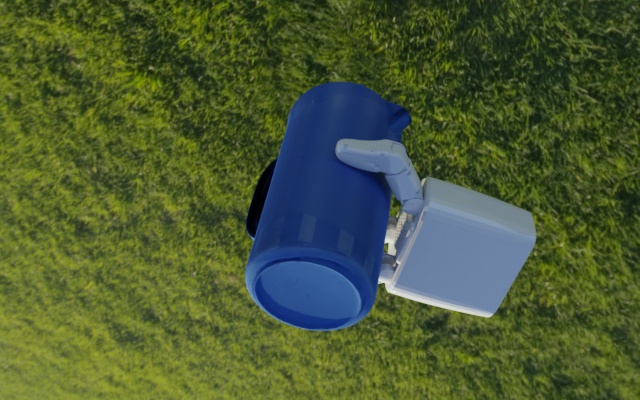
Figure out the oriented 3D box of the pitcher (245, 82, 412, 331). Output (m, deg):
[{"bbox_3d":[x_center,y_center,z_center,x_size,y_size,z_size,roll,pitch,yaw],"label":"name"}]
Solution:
[{"bbox_3d":[0.000,0.002,0.473,0.145,0.149,0.242,17,42,-3],"label":"pitcher"}]
